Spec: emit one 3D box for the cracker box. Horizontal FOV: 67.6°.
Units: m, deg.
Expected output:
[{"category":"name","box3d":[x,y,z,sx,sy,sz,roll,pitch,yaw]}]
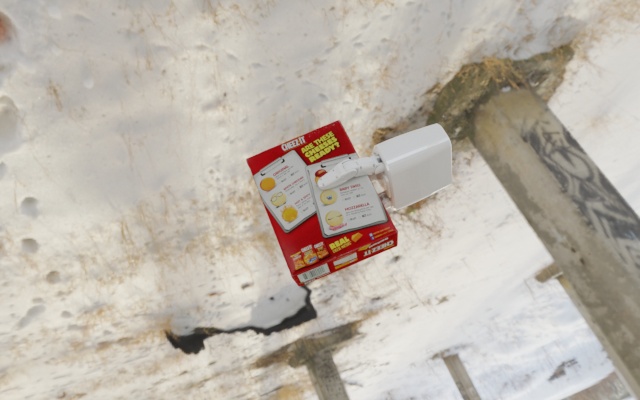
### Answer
[{"category":"cracker box","box3d":[0.000,0.002,0.735,0.164,0.213,0.072,-23,-27,-3]}]
